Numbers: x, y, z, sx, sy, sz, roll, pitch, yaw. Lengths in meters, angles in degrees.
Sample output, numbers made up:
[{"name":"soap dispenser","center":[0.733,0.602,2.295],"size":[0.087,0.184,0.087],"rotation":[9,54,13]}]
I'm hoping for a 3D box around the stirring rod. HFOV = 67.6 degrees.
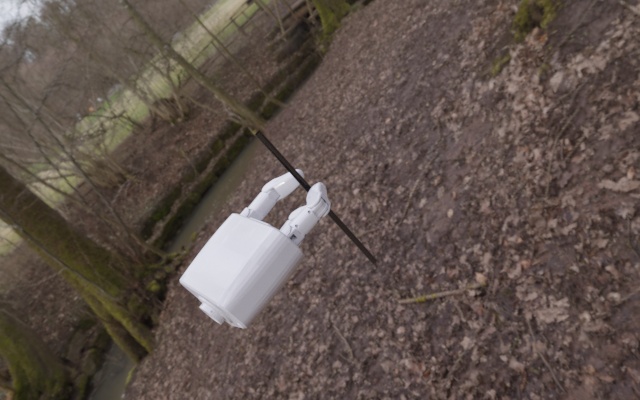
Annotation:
[{"name":"stirring rod","center":[0.000,0.002,0.610],"size":[0.240,0.011,0.011],"rotation":[48,-24,-23]}]
